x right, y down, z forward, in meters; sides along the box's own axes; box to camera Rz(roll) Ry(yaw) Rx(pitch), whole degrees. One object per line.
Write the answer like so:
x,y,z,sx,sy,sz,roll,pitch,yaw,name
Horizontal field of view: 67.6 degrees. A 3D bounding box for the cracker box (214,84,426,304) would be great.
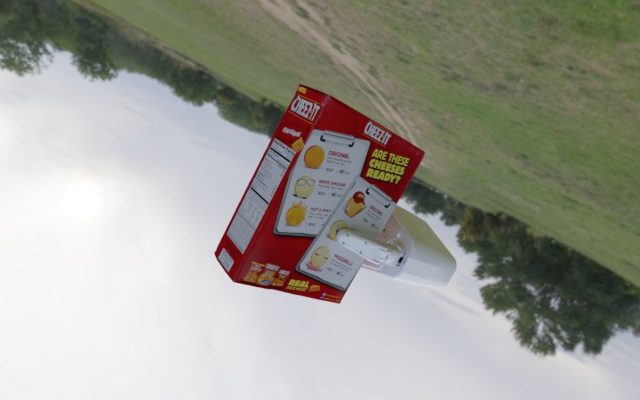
0.000,0.002,0.545,0.164,0.214,0.072,21,10,-40,cracker box
